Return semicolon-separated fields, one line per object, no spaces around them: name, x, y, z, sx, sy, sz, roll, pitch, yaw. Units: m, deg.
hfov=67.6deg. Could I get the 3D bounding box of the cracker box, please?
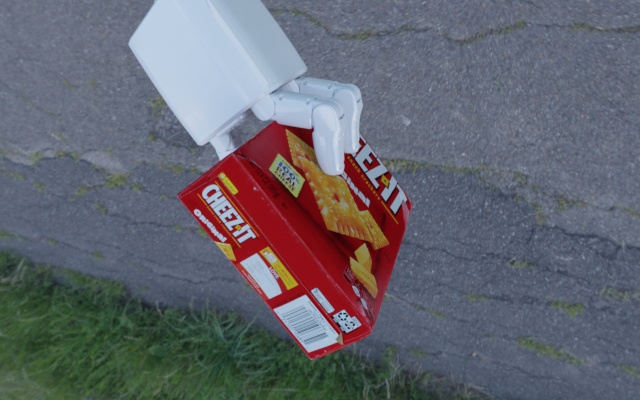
cracker box;0.000;0.002;0.425;0.072;0.164;0.213;-31;12;29
